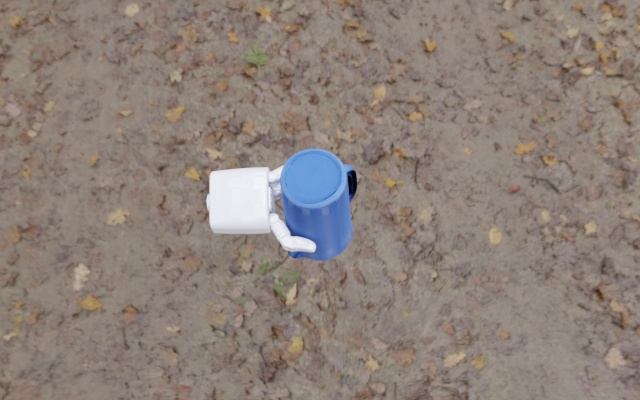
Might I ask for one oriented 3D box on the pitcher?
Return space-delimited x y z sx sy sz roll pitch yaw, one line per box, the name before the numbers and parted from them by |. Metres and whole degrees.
pitcher | 0.000 0.003 0.862 0.145 0.149 0.243 -3 -24 1
